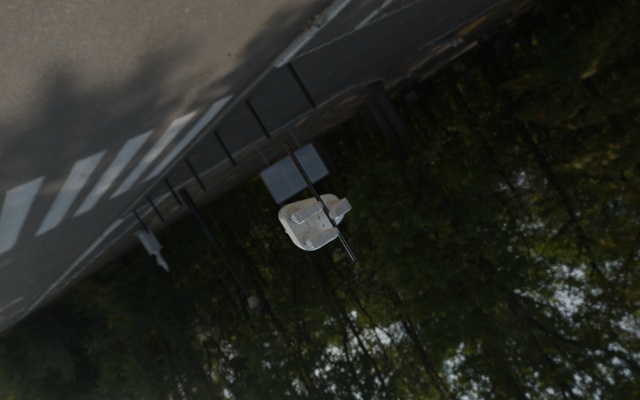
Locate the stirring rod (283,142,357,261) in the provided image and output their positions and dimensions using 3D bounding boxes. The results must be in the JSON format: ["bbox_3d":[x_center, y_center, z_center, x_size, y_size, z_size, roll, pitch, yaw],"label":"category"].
[{"bbox_3d":[0.000,0.003,0.836,0.011,0.239,0.011,-31,6,3],"label":"stirring rod"}]
